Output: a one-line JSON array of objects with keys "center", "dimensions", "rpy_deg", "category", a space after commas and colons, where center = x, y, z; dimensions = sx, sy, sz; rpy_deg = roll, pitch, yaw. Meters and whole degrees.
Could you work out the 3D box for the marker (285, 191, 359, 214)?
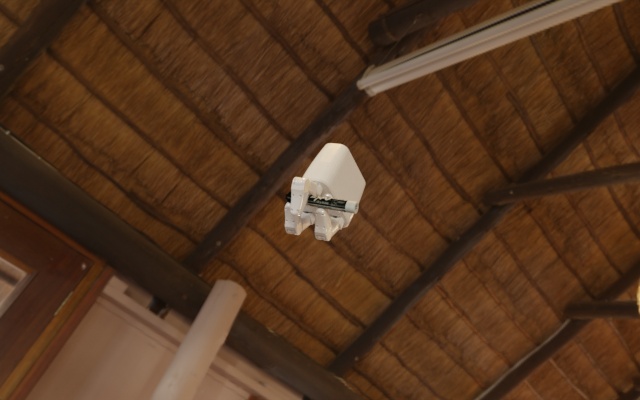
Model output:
[{"center": [0.000, 0.002, 0.751], "dimensions": [0.121, 0.020, 0.020], "rpy_deg": [9, 3, 23], "category": "marker"}]
